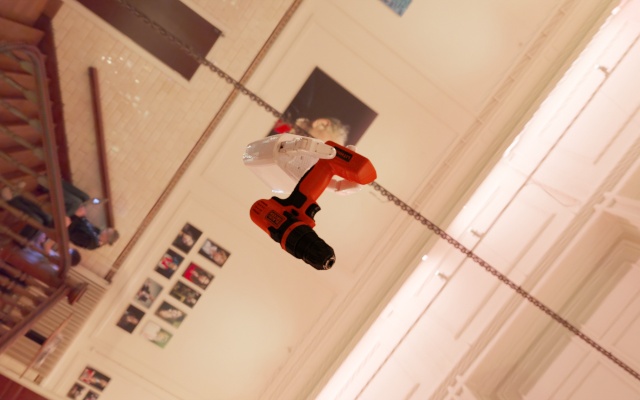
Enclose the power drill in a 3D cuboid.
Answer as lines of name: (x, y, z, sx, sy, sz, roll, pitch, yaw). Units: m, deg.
power drill: (0.000, 0.002, 0.740, 0.184, 0.187, 0.057, 33, -18, 38)
